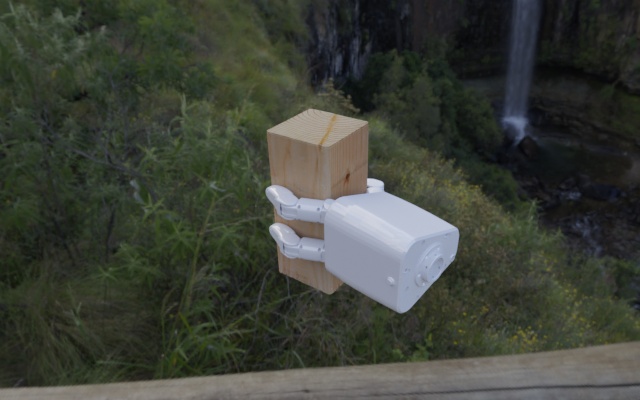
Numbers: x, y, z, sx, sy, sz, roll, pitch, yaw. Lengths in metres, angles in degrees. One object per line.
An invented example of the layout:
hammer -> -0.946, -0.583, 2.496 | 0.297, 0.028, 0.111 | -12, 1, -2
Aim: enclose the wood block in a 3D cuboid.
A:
wood block -> 0.001, 0.002, 0.608 | 0.090, 0.206, 0.090 | 19, 36, 30
